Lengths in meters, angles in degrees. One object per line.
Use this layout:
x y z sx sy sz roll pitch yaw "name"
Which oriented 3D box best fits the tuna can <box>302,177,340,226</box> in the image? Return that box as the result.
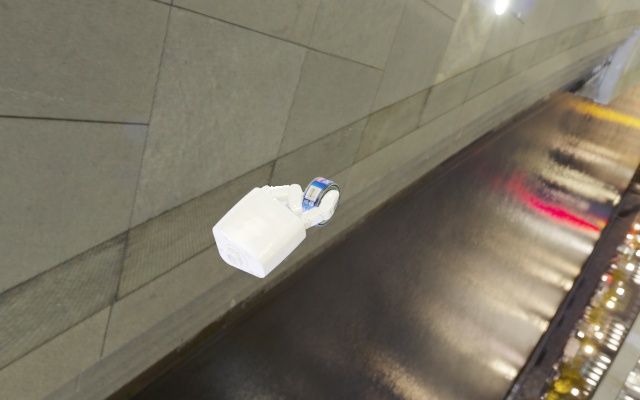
0.001 0.003 0.868 0.033 0.086 0.086 23 10 27 "tuna can"
